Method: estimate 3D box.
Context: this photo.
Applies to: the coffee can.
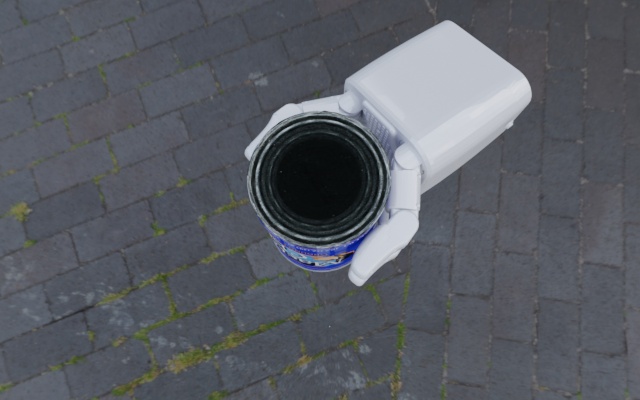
[{"bbox_3d":[0.000,0.001,0.403,0.103,0.102,0.140,0,-15,1],"label":"coffee can"}]
